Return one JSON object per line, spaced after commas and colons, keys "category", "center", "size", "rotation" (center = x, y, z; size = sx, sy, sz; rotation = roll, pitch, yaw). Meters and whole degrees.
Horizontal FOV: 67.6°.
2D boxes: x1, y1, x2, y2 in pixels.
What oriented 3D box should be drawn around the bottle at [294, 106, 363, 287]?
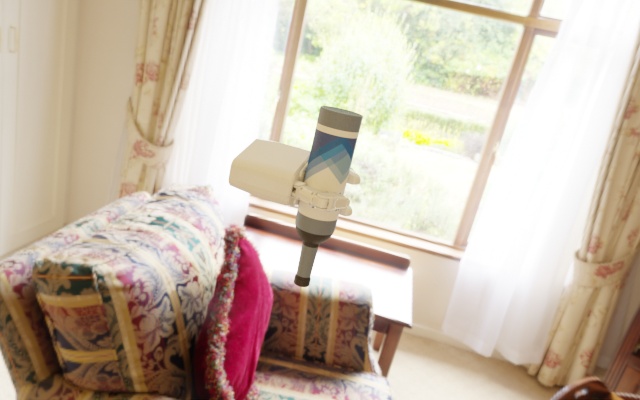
{"category": "bottle", "center": [0.000, 0.002, 0.760], "size": [0.069, 0.296, 0.069], "rotation": [12, 17, -4]}
